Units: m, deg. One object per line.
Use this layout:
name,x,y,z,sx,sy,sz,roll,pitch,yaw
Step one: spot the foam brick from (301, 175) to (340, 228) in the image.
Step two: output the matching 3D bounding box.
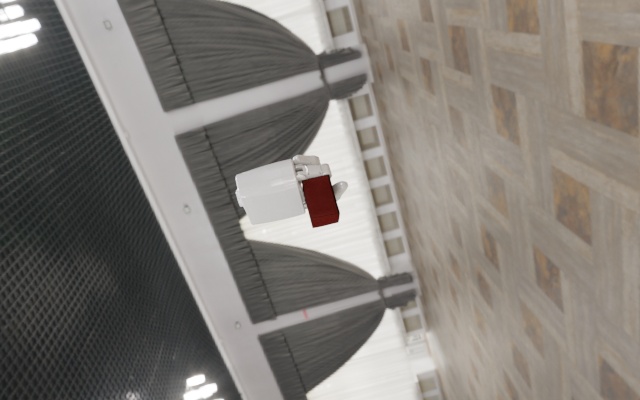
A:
foam brick,0.000,0.003,0.858,0.051,0.078,0.053,-13,-23,-5
